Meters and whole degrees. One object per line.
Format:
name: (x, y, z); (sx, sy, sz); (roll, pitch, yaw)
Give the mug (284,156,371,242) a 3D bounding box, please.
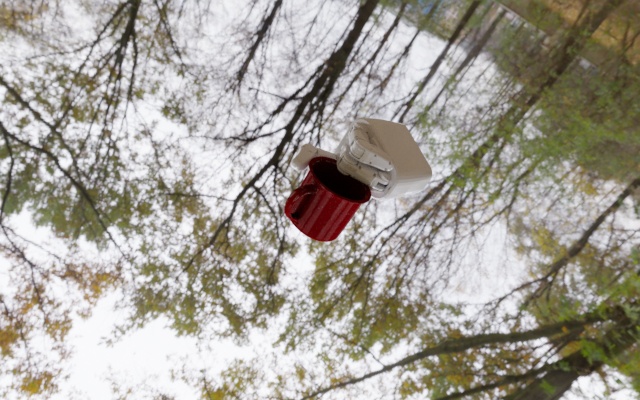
mug: (-0.001, 0.002, 0.631); (0.117, 0.081, 0.093); (-8, 48, -48)
